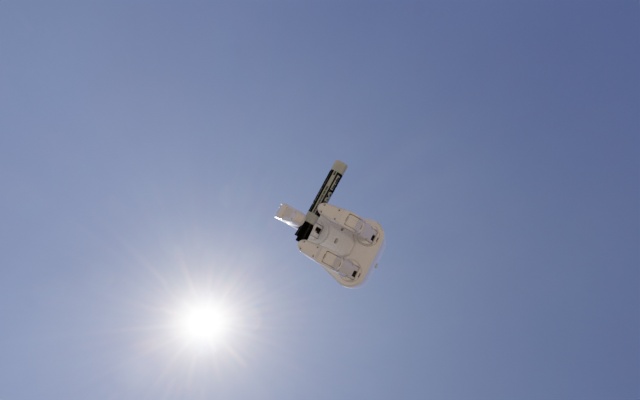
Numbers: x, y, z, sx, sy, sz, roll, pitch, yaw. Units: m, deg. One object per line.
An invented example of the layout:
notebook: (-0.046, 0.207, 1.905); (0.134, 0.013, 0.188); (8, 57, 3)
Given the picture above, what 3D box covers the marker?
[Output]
marker: (0.000, 0.002, 0.637); (0.020, 0.121, 0.020); (28, -7, 4)
